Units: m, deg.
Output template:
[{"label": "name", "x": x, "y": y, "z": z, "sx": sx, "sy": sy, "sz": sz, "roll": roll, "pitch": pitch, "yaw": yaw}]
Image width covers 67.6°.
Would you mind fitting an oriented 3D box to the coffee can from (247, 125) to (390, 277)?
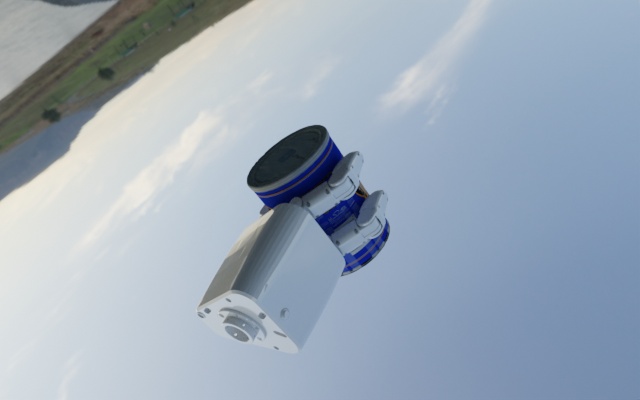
[{"label": "coffee can", "x": 0.000, "y": 0.002, "z": 0.535, "sx": 0.103, "sy": 0.140, "sz": 0.102, "roll": -28, "pitch": 28, "yaw": 16}]
